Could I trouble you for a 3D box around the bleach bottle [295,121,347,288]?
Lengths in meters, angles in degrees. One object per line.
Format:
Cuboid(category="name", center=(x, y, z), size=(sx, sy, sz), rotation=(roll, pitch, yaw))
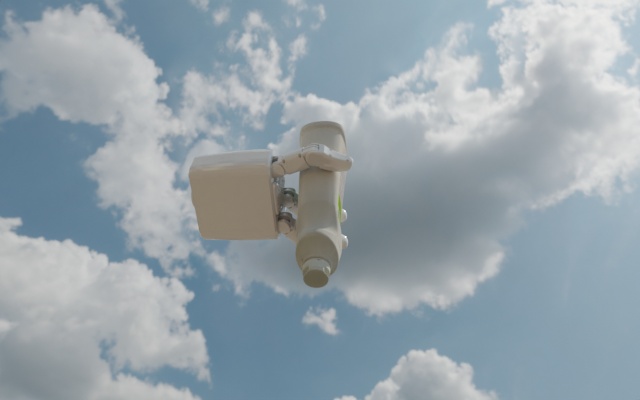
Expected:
Cuboid(category="bleach bottle", center=(0.000, 0.002, 0.612), size=(0.068, 0.103, 0.250), rotation=(-4, 38, 6))
